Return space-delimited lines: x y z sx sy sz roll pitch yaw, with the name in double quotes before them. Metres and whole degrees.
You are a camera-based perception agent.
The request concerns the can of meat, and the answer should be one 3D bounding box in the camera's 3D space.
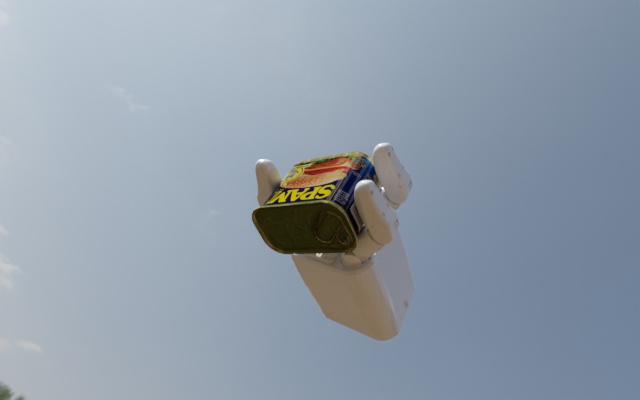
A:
"can of meat" 0.000 0.001 0.453 0.102 0.057 0.084 -6 34 34
